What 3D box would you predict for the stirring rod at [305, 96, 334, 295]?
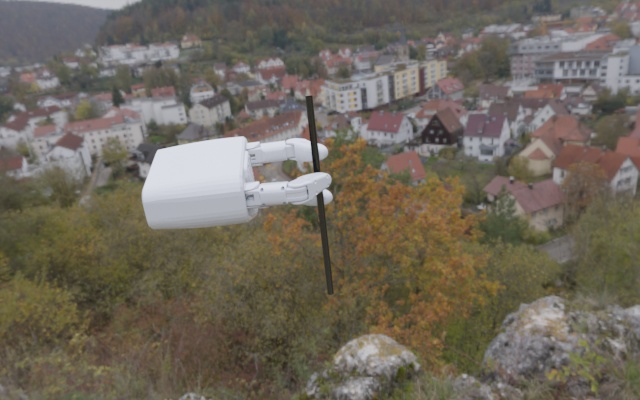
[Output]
[{"bbox_3d":[0.000,0.002,0.547,0.011,0.240,0.011,-6,20,2],"label":"stirring rod"}]
